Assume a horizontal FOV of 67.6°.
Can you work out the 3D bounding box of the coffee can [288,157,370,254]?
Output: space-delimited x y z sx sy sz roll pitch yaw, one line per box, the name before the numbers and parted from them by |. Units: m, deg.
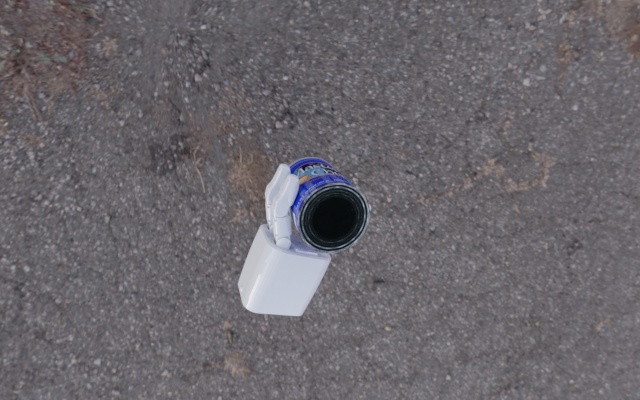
coffee can | 0.000 0.002 0.704 0.103 0.103 0.140 0 19 -17
